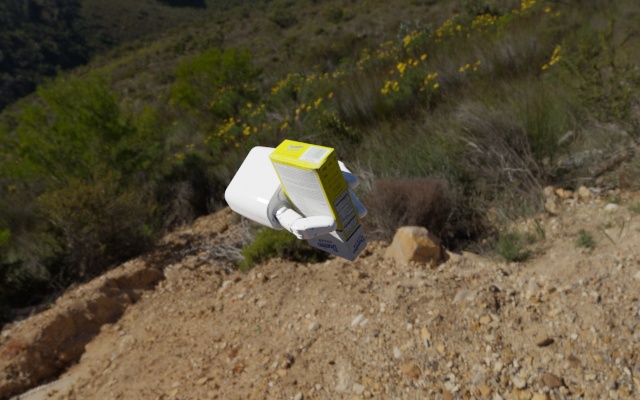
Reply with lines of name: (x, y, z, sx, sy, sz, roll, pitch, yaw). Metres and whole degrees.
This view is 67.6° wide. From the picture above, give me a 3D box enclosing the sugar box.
sugar box: (0.000, 0.002, 0.675, 0.093, 0.176, 0.048, 17, 54, 39)
